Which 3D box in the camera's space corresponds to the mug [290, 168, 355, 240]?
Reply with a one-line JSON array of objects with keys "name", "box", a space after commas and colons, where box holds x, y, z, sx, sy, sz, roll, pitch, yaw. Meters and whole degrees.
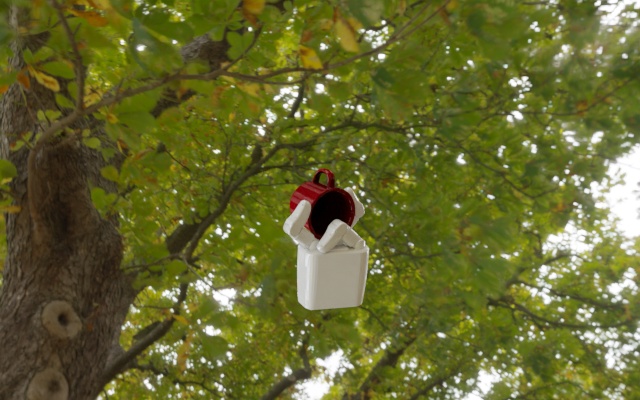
[{"name": "mug", "box": [0.000, 0.001, 0.816, 0.093, 0.117, 0.081, -4, 17, -31]}]
